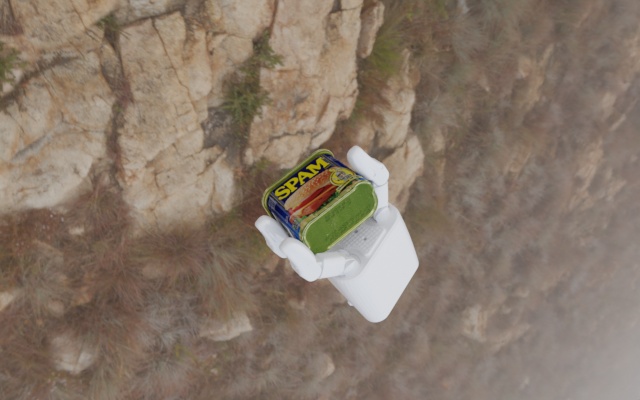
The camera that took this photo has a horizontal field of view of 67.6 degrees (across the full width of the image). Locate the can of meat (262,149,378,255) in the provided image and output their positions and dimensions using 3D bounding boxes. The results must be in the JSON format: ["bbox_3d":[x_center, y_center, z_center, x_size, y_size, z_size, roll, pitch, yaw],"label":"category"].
[{"bbox_3d":[0.000,0.002,0.525,0.102,0.057,0.084,-38,43,-11],"label":"can of meat"}]
